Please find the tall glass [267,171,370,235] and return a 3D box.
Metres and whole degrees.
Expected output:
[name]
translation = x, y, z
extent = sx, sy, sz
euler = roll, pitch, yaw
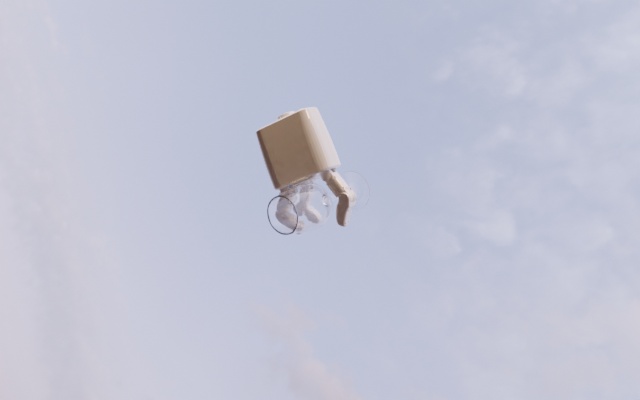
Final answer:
[tall glass]
translation = 0.001, 0.003, 0.800
extent = 0.079, 0.079, 0.201
euler = 0, 12, 37
